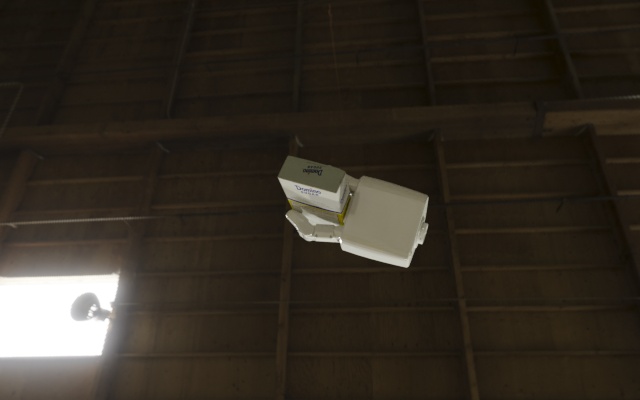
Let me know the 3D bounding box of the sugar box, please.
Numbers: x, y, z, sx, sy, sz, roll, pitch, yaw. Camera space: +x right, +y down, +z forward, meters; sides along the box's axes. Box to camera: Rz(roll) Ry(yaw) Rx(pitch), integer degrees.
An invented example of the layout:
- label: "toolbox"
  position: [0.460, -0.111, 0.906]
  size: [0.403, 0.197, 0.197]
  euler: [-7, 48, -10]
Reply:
- label: "sugar box"
  position: [0.000, 0.002, 0.741]
  size: [0.093, 0.048, 0.176]
  euler: [16, -26, 16]
